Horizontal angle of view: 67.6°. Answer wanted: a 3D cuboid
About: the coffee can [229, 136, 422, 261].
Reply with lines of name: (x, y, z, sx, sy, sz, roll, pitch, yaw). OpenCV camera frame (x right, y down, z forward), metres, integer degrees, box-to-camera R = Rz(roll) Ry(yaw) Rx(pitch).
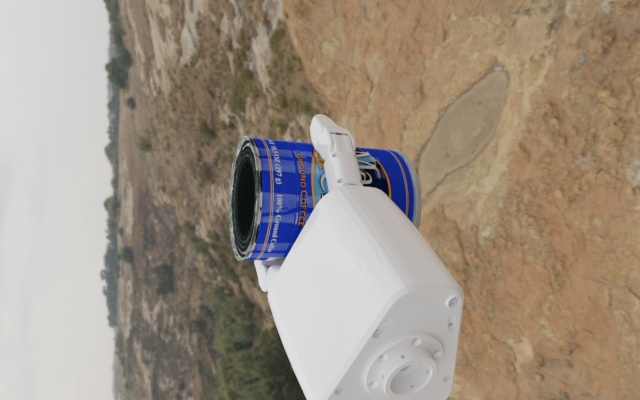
coffee can: (0.000, 0.001, 0.415, 0.140, 0.103, 0.103, 2, -1, -22)
